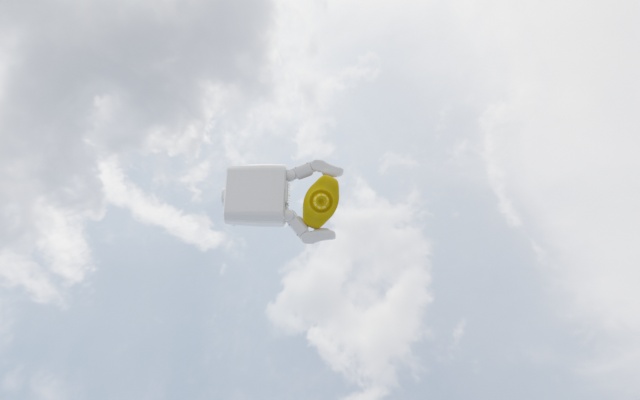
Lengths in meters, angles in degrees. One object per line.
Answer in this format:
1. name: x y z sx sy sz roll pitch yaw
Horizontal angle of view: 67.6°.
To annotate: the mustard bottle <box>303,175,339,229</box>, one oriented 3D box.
1. mustard bottle: 0.000 0.003 0.847 0.058 0.096 0.191 25 -1 1
